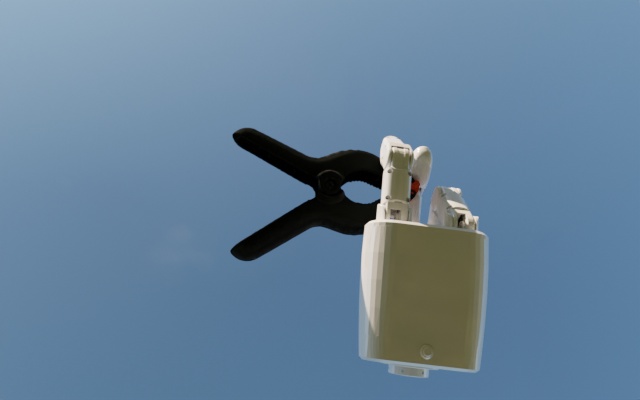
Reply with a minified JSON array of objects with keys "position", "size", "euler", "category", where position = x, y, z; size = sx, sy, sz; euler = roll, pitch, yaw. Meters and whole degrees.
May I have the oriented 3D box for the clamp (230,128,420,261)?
[{"position":[0.000,0.001,0.419],"size":[0.171,0.120,0.039],"euler":[7,-15,-2],"category":"clamp"}]
